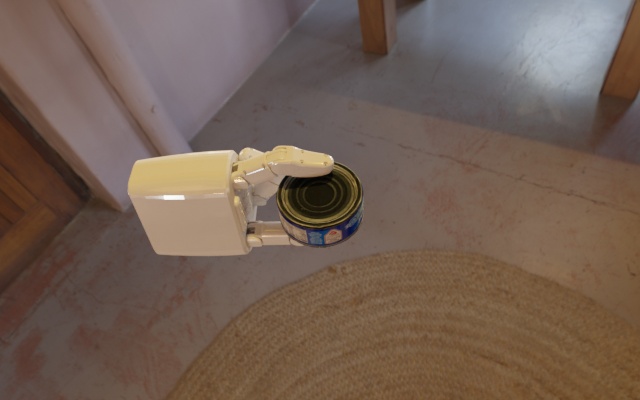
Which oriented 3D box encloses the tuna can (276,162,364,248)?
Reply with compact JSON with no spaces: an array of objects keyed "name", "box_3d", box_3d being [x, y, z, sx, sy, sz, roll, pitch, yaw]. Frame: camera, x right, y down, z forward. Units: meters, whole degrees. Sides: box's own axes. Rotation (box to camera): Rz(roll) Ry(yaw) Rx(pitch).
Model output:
[{"name":"tuna can","box_3d":[0.000,0.001,0.469,0.086,0.086,0.034,0,-37,5]}]
